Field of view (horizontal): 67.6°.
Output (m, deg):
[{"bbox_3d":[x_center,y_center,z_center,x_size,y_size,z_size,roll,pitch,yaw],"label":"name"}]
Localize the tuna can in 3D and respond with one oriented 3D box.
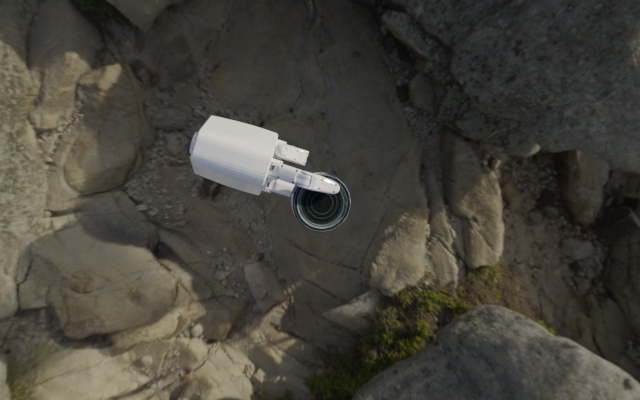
[{"bbox_3d":[0.000,0.002,0.692,0.086,0.086,0.033,0,6,-10],"label":"tuna can"}]
